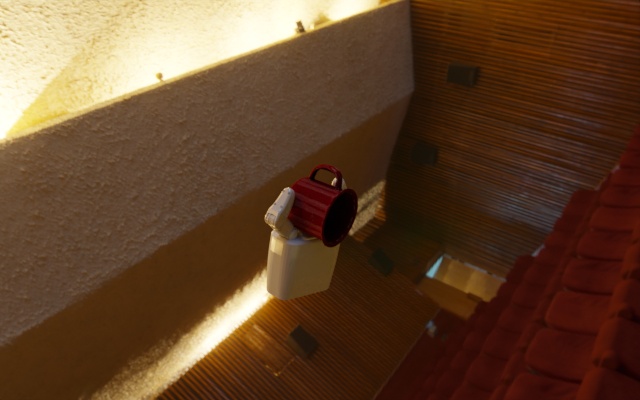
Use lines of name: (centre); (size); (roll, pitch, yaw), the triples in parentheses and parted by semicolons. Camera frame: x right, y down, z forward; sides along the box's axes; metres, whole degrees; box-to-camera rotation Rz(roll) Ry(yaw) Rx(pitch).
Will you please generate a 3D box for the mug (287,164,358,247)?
mug: (0.000, 0.001, 0.721); (0.081, 0.117, 0.093); (23, 23, 30)
